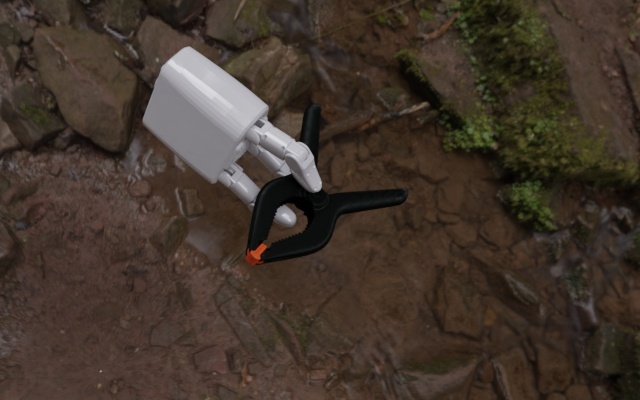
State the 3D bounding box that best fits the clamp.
[{"bbox_3d":[0.000,0.002,0.543,0.164,0.210,0.036,38,-29,-2],"label":"clamp"}]
